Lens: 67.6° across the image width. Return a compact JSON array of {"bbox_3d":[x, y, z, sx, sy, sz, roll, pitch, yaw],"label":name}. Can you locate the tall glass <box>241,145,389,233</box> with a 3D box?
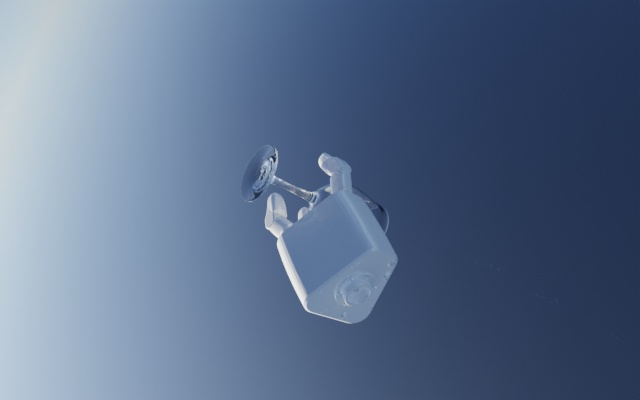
[{"bbox_3d":[0.000,0.002,0.629,0.201,0.079,0.079,25,-15,-34],"label":"tall glass"}]
